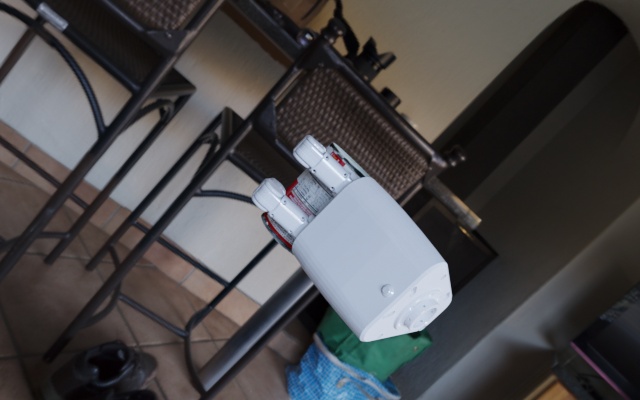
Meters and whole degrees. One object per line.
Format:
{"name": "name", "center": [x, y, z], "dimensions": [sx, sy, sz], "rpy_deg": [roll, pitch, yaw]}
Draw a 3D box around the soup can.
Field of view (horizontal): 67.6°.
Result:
{"name": "soup can", "center": [0.000, 0.001, 0.473], "dimensions": [0.068, 0.102, 0.068], "rpy_deg": [43, 9, -9]}
